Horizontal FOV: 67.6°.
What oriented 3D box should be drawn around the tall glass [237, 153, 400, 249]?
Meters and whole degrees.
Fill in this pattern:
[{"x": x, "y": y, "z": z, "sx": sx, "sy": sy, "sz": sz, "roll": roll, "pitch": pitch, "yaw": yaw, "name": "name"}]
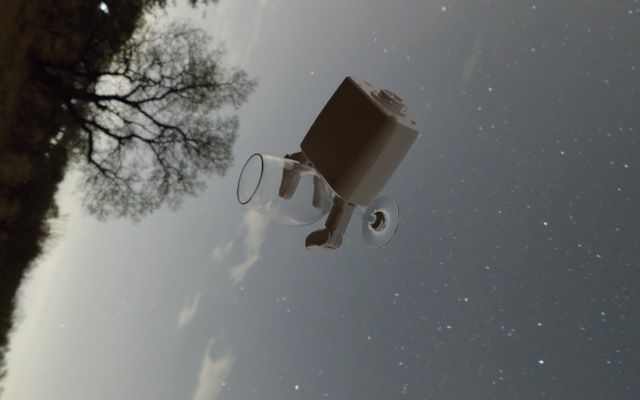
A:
[{"x": 0.001, "y": 0.002, "z": 0.594, "sx": 0.201, "sy": 0.079, "sz": 0.079, "roll": 18, "pitch": -9, "yaw": -31, "name": "tall glass"}]
